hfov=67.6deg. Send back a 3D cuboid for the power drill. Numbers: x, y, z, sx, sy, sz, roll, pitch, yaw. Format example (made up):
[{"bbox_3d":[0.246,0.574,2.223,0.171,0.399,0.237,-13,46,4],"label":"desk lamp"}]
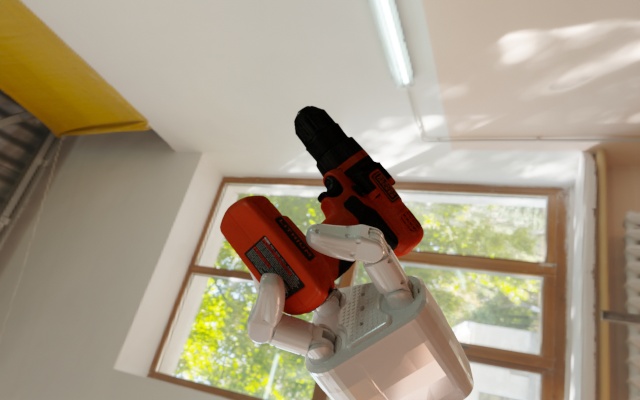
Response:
[{"bbox_3d":[0.000,0.002,0.441,0.187,0.184,0.057,-34,-8,-47],"label":"power drill"}]
